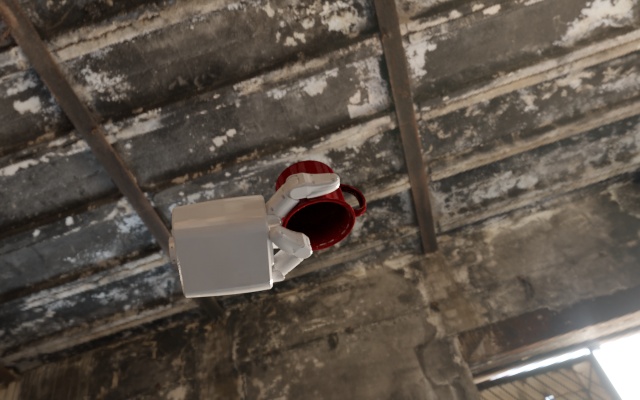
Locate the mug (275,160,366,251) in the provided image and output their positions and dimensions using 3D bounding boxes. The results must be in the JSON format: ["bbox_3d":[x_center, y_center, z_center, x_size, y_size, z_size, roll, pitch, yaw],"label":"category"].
[{"bbox_3d":[0.001,0.002,0.607,0.117,0.093,0.081,-7,46,-12],"label":"mug"}]
